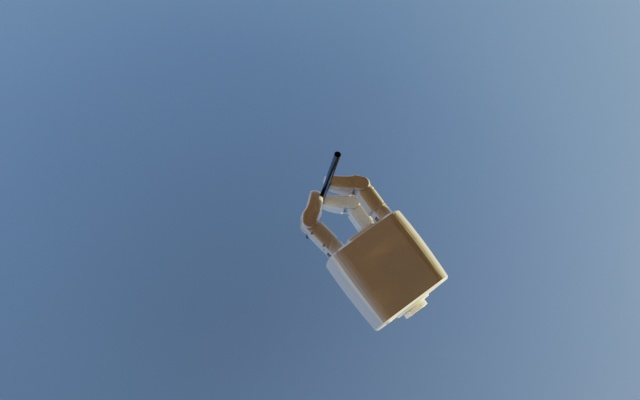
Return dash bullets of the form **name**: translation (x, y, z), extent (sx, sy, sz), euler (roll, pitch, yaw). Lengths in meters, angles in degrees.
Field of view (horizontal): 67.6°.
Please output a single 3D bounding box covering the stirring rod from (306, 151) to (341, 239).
- **stirring rod**: translation (0.000, 0.002, 0.658), extent (0.011, 0.011, 0.240), euler (0, -28, -11)
